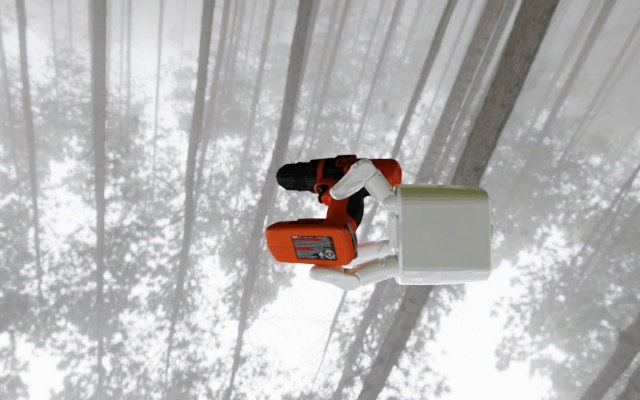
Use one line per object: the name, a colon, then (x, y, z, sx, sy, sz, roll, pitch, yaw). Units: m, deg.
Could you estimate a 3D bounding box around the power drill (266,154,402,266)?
power drill: (0.000, 0.002, 0.615, 0.184, 0.057, 0.187, -1, 34, 23)
